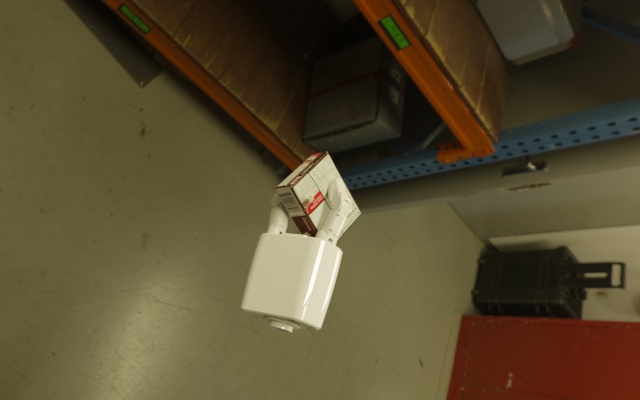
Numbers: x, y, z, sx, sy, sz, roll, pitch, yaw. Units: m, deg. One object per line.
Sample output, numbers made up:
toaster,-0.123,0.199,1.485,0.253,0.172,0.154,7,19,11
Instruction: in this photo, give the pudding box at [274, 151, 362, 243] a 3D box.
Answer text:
pudding box,0.000,0.002,0.670,0.039,0.113,0.090,-5,33,46
